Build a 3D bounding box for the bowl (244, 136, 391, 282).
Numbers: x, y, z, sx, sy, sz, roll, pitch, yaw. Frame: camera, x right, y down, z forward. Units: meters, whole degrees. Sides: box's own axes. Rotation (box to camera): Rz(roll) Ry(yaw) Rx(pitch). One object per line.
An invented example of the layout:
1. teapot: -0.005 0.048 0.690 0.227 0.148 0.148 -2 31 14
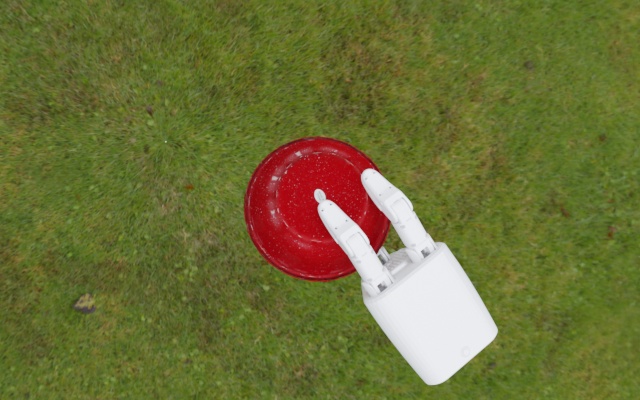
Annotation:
1. bowl: -0.001 0.001 0.495 0.162 0.162 0.055 0 -12 -4
